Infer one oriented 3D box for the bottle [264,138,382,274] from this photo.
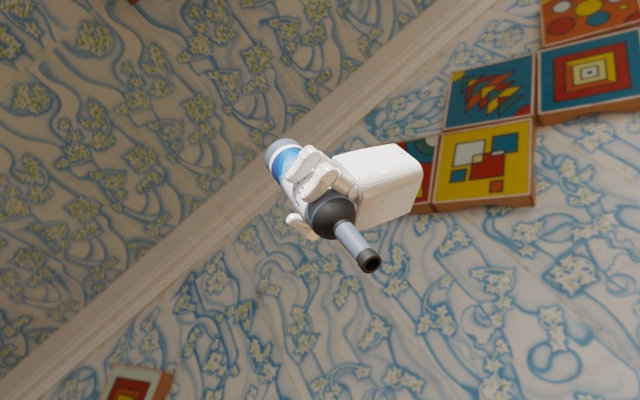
[{"bbox_3d":[0.000,0.002,0.680,0.069,0.069,0.295,0,31,-29],"label":"bottle"}]
